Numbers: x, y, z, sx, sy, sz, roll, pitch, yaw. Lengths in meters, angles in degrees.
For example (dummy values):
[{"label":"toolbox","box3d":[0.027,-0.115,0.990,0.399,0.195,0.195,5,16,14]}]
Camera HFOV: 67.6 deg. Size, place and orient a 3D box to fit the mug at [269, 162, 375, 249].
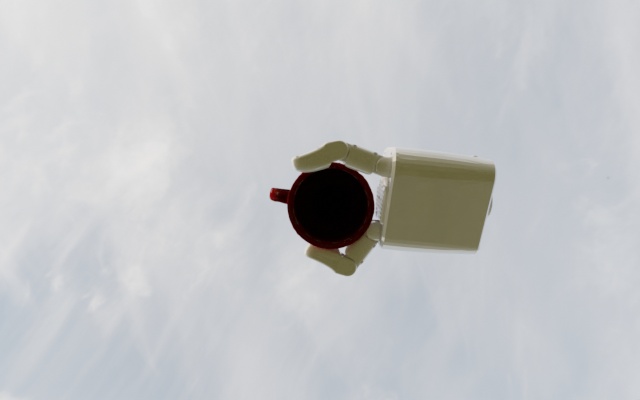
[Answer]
[{"label":"mug","box3d":[-0.001,0.002,0.545,0.117,0.093,0.081,7,4,1]}]
